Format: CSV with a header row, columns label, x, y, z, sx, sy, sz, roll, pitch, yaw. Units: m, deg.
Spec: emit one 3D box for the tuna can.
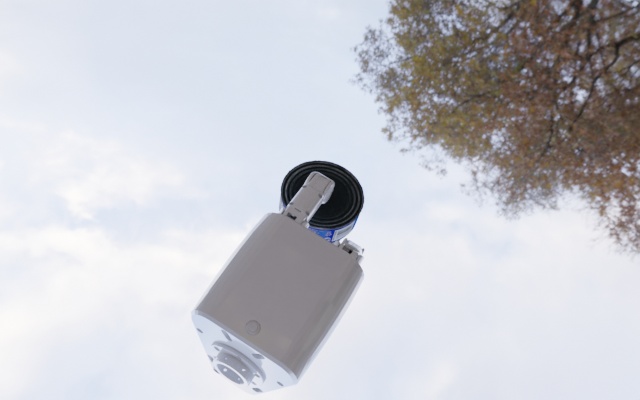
label,x,y,z,sx,sy,sz,roll,pitch,yaw
tuna can,0.000,0.002,0.494,0.086,0.086,0.034,0,-35,-11
